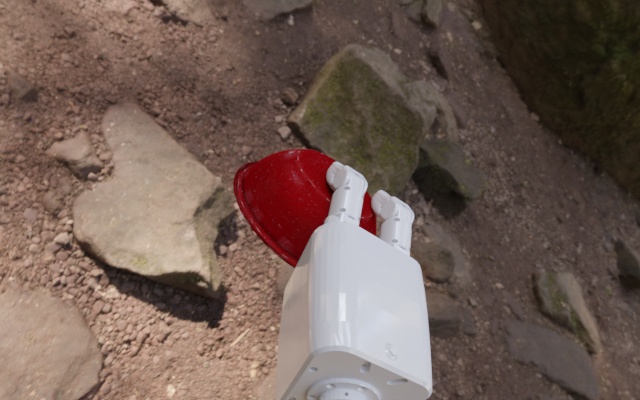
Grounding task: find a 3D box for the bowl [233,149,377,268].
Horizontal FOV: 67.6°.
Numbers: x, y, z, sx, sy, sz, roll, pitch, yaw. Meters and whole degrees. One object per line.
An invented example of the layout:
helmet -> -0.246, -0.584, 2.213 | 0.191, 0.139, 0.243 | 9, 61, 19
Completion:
bowl -> 0.000, 0.000, 0.457 | 0.055, 0.162, 0.162 | -49, -25, 24
